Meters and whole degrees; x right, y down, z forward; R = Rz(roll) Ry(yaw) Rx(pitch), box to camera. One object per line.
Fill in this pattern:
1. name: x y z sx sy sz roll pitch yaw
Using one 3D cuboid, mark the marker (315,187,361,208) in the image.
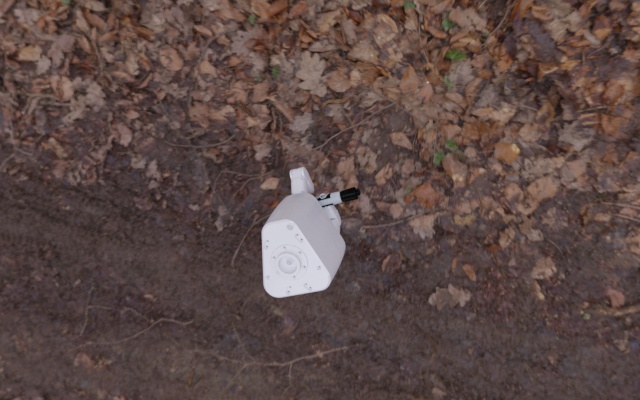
1. marker: 0.000 0.002 0.700 0.121 0.020 0.020 -14 -4 16
